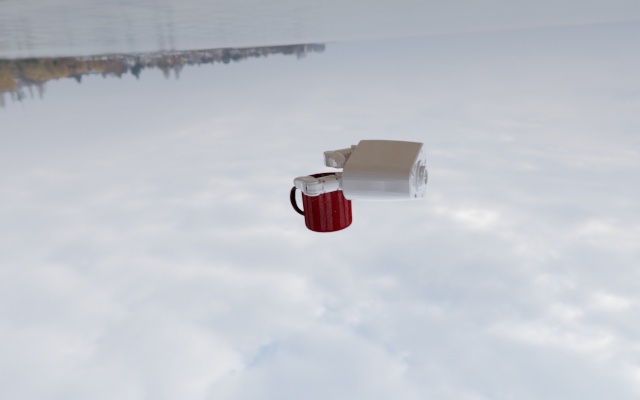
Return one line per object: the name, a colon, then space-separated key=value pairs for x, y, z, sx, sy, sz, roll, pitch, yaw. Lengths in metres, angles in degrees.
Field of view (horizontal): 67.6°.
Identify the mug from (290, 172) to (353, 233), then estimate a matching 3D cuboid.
mug: x=-0.001 y=0.003 z=0.801 sx=0.117 sy=0.081 sz=0.093 roll=3 pitch=19 yaw=26
